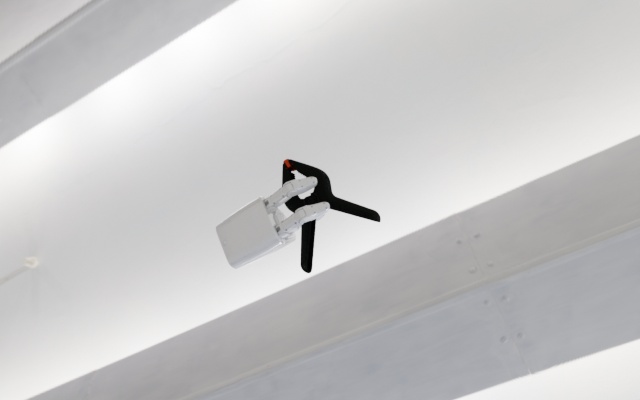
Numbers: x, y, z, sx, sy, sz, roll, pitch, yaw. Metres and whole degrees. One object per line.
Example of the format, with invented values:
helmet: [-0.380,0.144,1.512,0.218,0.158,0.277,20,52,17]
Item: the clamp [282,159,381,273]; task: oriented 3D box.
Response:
clamp: [0.000,0.003,0.858,0.164,0.210,0.036,-30,-23,9]
